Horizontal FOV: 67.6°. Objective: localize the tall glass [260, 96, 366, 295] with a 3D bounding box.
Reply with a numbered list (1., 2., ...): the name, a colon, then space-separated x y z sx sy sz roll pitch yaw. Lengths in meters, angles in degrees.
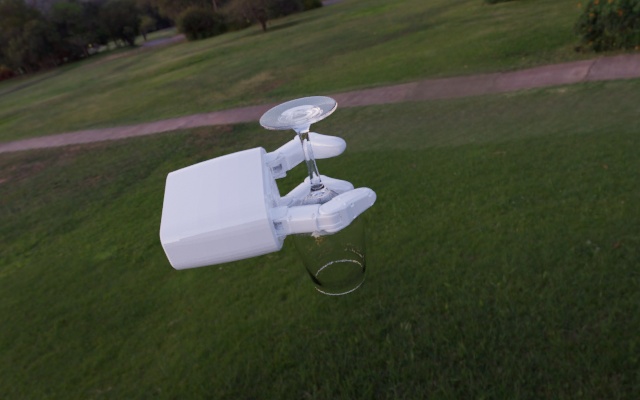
1. tall glass: 0.000 0.001 0.492 0.079 0.201 0.079 -11 29 6
